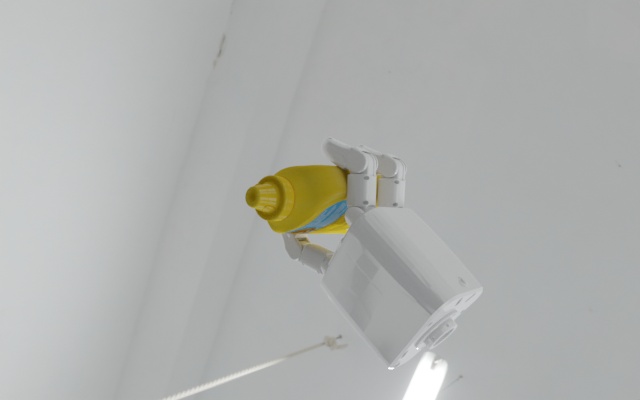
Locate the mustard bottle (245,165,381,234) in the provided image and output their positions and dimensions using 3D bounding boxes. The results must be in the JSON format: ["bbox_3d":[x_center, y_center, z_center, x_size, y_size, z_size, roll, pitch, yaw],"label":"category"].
[{"bbox_3d":[0.000,0.001,0.482,0.096,0.058,0.191,-29,-19,33],"label":"mustard bottle"}]
